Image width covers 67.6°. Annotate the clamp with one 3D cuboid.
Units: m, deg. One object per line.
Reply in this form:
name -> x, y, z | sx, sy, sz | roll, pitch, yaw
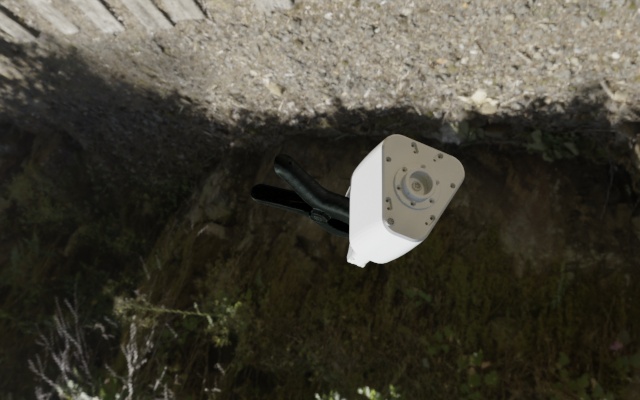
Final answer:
clamp -> 0.000, 0.003, 0.582 | 0.171, 0.039, 0.120 | 22, -19, -5
